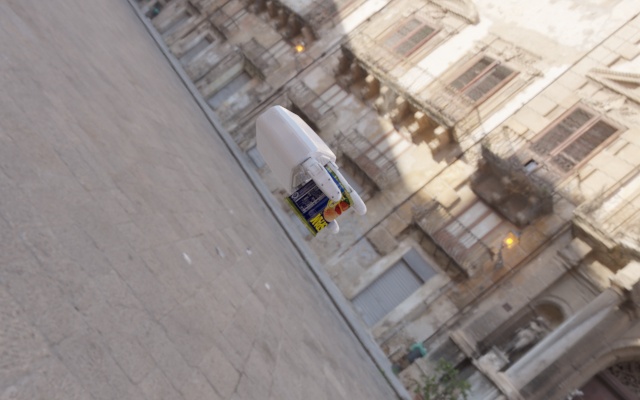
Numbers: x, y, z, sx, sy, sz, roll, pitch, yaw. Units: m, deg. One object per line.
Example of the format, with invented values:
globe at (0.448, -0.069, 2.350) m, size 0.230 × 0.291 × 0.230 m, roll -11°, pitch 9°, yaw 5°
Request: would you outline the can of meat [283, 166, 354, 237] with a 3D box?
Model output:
can of meat at (0.000, 0.002, 0.741) m, size 0.084 × 0.057 × 0.102 m, roll -38°, pitch -21°, yaw -2°
